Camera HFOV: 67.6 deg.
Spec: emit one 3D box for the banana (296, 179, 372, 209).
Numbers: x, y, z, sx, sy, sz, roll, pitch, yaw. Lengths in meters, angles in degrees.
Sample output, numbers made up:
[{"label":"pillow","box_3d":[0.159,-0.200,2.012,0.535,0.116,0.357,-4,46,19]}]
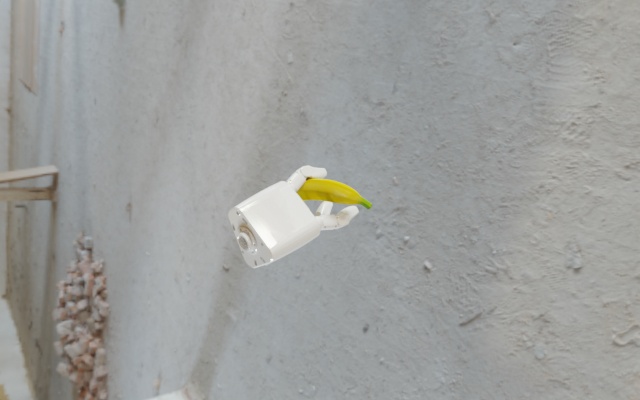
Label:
[{"label":"banana","box_3d":[-0.006,-0.010,0.849,0.198,0.037,0.070,6,-40,42]}]
